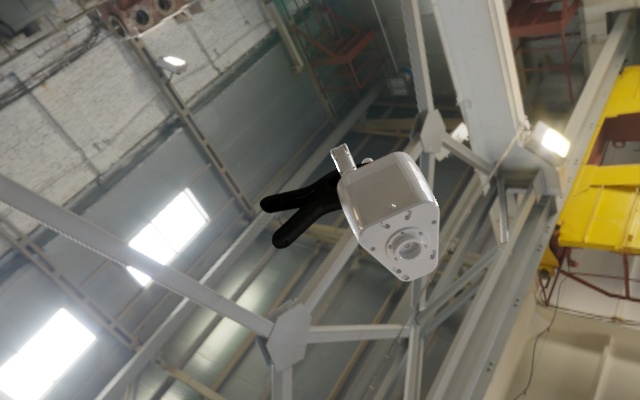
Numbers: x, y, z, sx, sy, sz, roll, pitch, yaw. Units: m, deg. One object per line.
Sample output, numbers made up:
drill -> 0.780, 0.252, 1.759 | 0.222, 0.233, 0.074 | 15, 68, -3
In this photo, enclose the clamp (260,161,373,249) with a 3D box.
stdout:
clamp -> 0.000, 0.002, 0.626 | 0.171, 0.039, 0.120 | -24, 35, 6
